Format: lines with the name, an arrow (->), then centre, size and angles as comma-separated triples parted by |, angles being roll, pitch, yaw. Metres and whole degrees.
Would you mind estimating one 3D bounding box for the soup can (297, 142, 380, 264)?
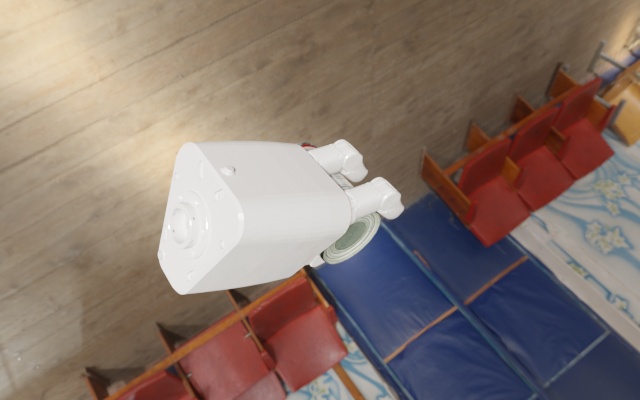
soup can -> 0.001, 0.002, 0.455 | 0.068, 0.068, 0.102 | 0, 40, -49
